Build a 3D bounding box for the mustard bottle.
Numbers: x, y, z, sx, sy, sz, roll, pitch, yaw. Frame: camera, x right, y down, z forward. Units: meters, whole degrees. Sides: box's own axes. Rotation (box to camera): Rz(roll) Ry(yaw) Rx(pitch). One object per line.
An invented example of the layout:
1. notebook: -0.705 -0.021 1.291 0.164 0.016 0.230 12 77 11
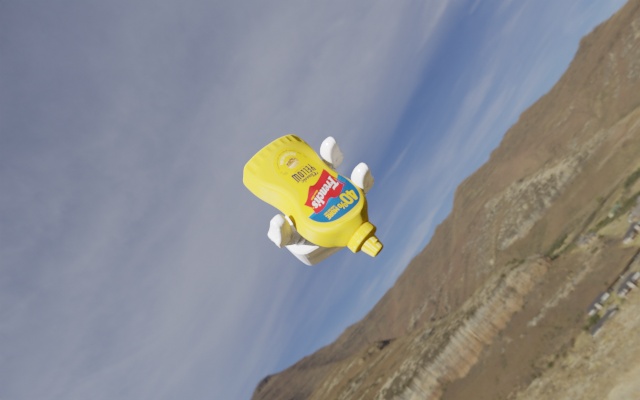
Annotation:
1. mustard bottle: 0.000 0.002 0.594 0.096 0.191 0.058 -38 -20 -33
